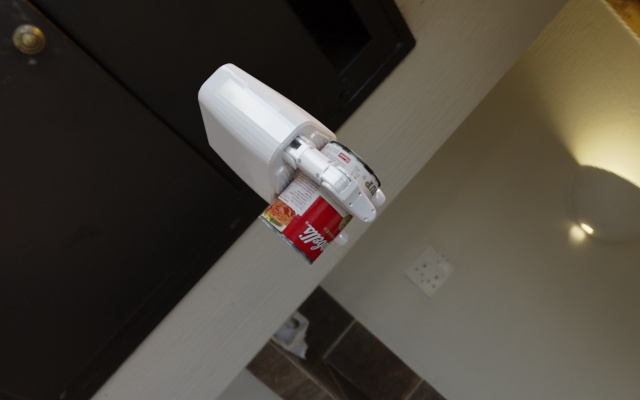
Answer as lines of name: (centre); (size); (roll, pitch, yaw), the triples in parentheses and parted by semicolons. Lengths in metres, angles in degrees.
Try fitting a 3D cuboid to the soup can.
soup can: (0.001, 0.002, 0.458); (0.068, 0.102, 0.068); (42, -6, 6)
